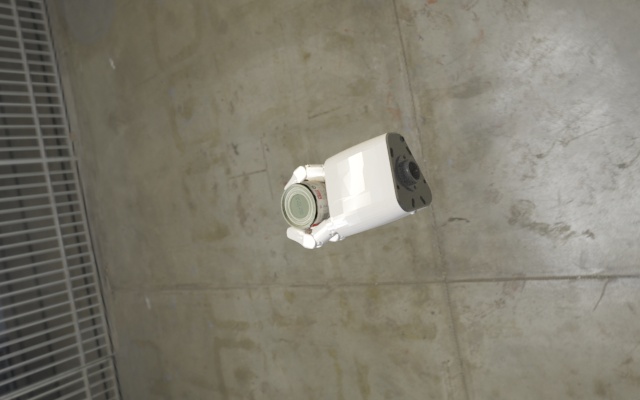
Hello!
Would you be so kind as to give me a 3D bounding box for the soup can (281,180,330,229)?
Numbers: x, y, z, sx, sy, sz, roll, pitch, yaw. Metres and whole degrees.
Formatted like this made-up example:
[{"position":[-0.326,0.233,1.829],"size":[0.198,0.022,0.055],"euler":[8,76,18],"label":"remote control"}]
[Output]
[{"position":[0.000,0.002,0.703],"size":[0.068,0.068,0.102],"euler":[0,7,39],"label":"soup can"}]
